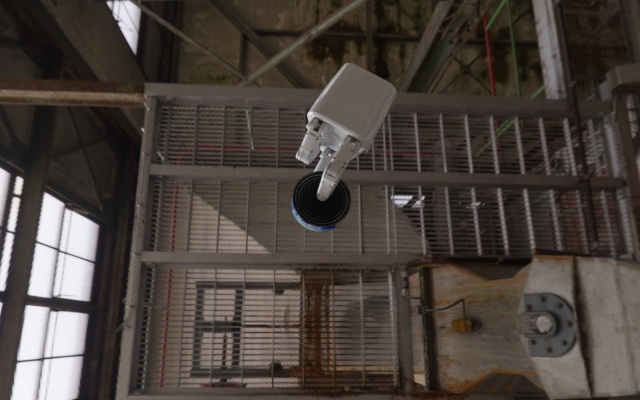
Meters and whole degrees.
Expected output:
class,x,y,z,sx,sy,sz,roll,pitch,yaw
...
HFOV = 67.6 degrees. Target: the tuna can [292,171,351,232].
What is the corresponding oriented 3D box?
class,x,y,z,sx,sy,sz,roll,pitch,yaw
tuna can,0.000,0.003,0.702,0.086,0.086,0.034,0,-20,-8
